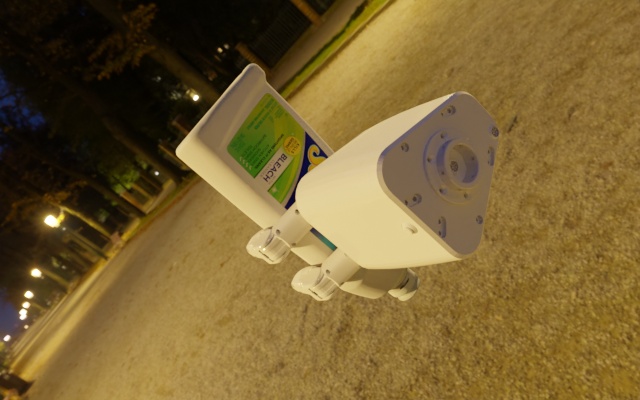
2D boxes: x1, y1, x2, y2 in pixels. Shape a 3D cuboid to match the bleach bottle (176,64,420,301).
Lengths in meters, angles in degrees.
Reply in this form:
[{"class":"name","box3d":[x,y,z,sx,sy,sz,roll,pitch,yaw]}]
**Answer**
[{"class":"bleach bottle","box3d":[0.000,0.001,0.433,0.251,0.102,0.068,41,-24,-17]}]
